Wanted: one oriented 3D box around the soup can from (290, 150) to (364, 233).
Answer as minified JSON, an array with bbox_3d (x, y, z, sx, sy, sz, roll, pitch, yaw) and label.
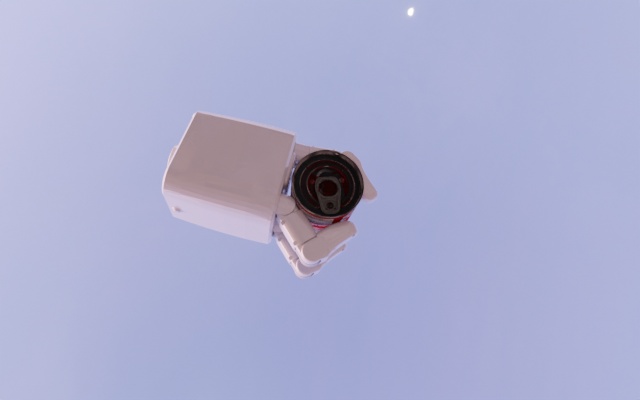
[{"bbox_3d":[0.001,0.002,0.486,0.068,0.068,0.102,0,-21,-9],"label":"soup can"}]
